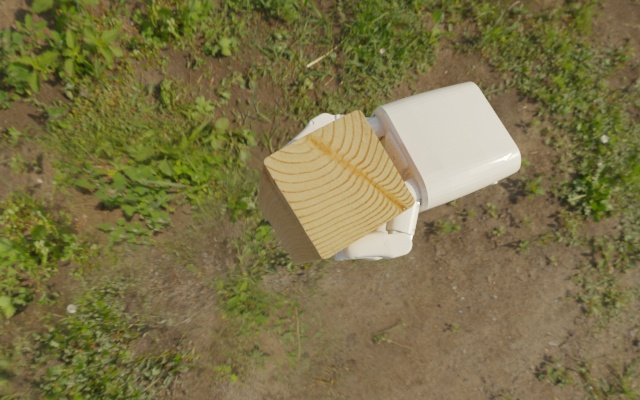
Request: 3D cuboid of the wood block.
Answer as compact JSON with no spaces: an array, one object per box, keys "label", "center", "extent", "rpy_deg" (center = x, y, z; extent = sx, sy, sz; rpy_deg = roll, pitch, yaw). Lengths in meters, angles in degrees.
[{"label":"wood block","center":[0.000,0.001,0.464],"extent":[0.090,0.091,0.206],"rpy_deg":[-30,-3,-12]}]
